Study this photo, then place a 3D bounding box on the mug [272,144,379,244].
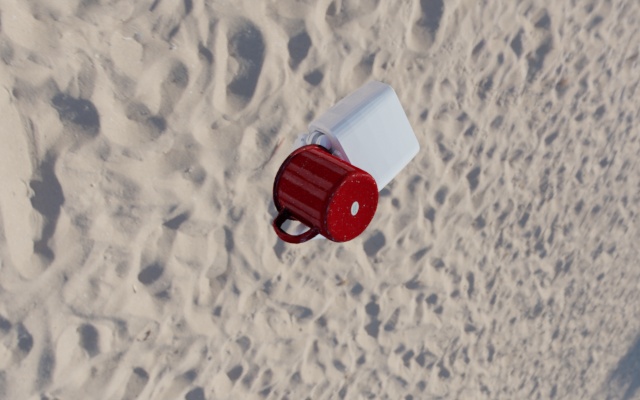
[{"bbox_3d":[-0.001,0.003,0.514,0.117,0.093,0.081,-41,44,-20],"label":"mug"}]
